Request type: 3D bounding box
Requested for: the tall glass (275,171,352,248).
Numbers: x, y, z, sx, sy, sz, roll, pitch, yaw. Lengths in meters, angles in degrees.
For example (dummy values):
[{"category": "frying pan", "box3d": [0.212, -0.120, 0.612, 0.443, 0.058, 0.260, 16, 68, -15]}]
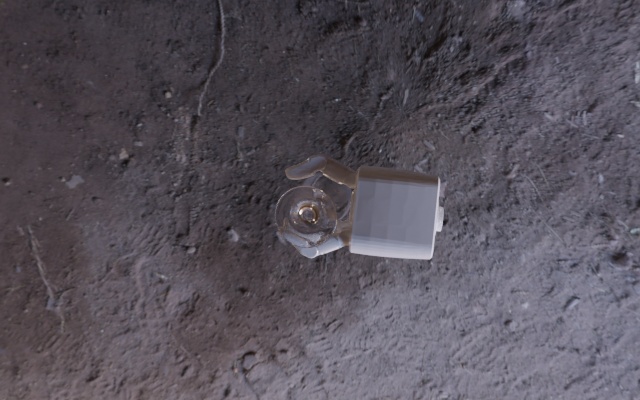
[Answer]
[{"category": "tall glass", "box3d": [0.000, 0.002, 0.651, 0.079, 0.079, 0.201, 0, 10, 10]}]
